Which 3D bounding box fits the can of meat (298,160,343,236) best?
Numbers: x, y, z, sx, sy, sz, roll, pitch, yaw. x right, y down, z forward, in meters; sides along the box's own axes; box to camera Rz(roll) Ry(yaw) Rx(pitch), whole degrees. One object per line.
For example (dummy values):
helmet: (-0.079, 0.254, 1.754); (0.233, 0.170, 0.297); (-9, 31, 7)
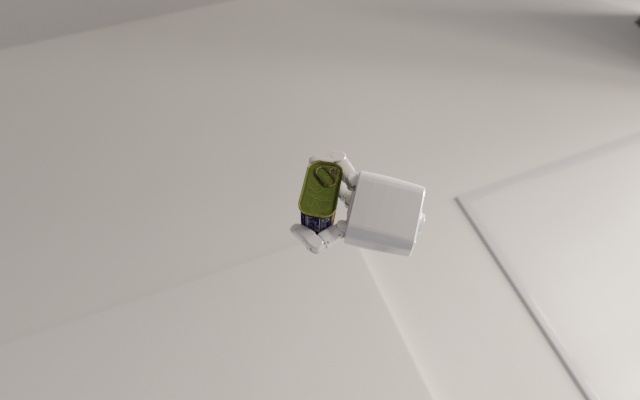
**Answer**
can of meat: (0.000, 0.003, 0.758); (0.057, 0.102, 0.084); (10, -32, 4)
